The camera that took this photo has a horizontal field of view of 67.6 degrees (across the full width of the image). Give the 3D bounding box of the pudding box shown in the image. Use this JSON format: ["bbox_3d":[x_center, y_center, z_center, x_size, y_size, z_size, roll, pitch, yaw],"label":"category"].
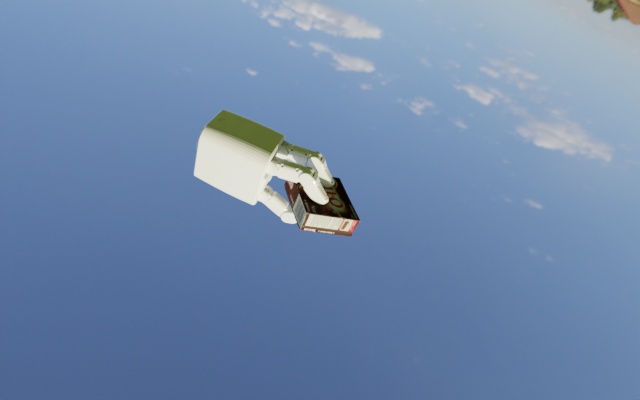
[{"bbox_3d":[0.000,0.003,0.735,0.090,0.039,0.113,8,37,-25],"label":"pudding box"}]
